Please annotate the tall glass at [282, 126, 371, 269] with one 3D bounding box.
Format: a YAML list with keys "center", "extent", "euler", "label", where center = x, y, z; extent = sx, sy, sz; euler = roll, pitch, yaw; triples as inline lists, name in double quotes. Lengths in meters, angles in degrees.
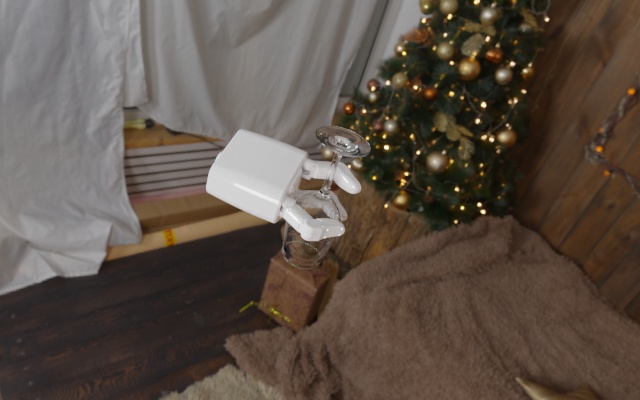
- center: [0.000, 0.002, 0.660]
  extent: [0.079, 0.201, 0.079]
  euler: [14, 33, -9]
  label: "tall glass"
